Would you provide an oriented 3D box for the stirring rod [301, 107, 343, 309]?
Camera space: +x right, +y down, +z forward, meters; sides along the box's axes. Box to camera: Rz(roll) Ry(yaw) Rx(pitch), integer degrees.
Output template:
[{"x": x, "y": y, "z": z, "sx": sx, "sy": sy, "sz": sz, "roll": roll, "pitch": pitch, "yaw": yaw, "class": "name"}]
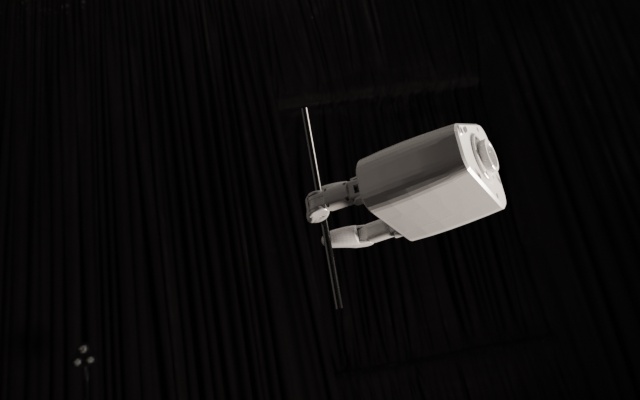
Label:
[{"x": 0.000, "y": 0.002, "z": 0.542, "sx": 0.011, "sy": 0.239, "sz": 0.011, "roll": -9, "pitch": -18, "yaw": -3, "class": "stirring rod"}]
